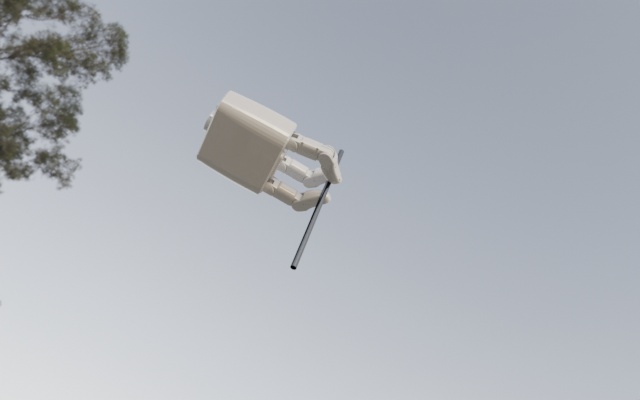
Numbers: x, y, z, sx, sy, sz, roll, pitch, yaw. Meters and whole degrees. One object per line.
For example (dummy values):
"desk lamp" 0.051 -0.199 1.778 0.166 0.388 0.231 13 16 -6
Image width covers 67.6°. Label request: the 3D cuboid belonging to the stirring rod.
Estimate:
"stirring rod" 0.000 0.002 0.656 0.011 0.011 0.239 0 41 21
